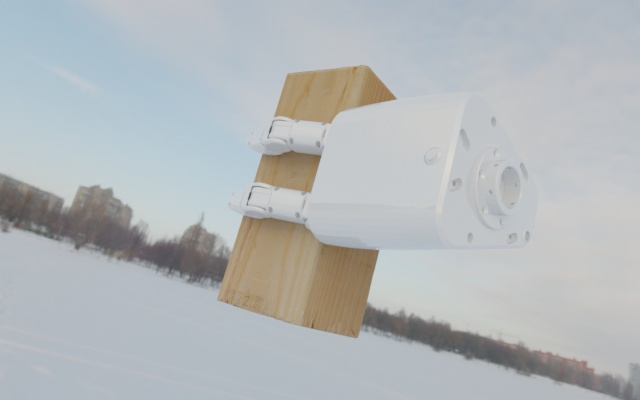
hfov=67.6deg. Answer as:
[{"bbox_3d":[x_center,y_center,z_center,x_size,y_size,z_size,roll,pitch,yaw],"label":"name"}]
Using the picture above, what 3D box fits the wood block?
[{"bbox_3d":[0.001,0.001,0.413,0.090,0.206,0.091,6,-16,38],"label":"wood block"}]
